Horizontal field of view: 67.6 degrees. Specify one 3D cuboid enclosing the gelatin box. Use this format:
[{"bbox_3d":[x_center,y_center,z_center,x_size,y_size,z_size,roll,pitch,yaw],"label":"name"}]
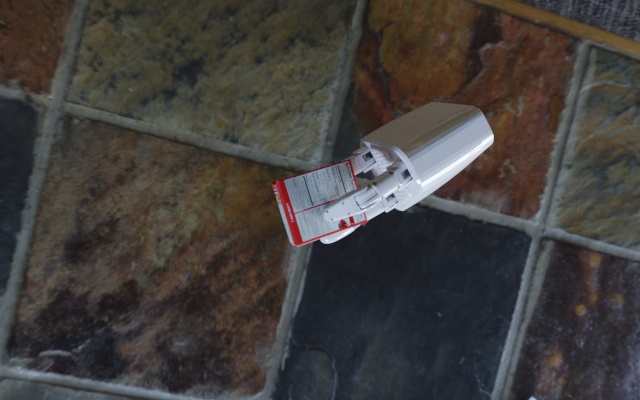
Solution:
[{"bbox_3d":[0.000,0.002,0.523,0.089,0.073,0.030,-18,4,-18],"label":"gelatin box"}]
